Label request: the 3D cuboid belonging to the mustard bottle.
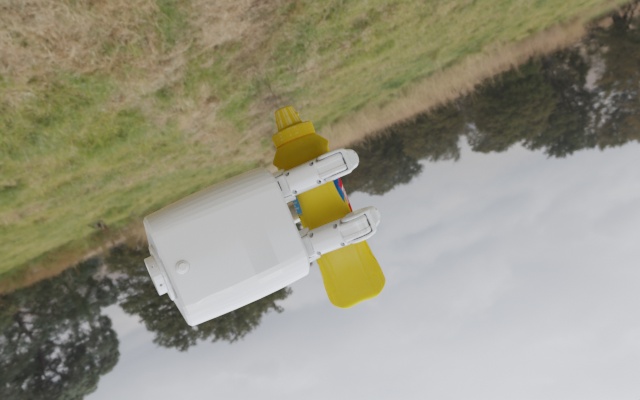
[{"bbox_3d":[0.000,0.002,0.458,0.058,0.191,0.096,-23,2,3],"label":"mustard bottle"}]
